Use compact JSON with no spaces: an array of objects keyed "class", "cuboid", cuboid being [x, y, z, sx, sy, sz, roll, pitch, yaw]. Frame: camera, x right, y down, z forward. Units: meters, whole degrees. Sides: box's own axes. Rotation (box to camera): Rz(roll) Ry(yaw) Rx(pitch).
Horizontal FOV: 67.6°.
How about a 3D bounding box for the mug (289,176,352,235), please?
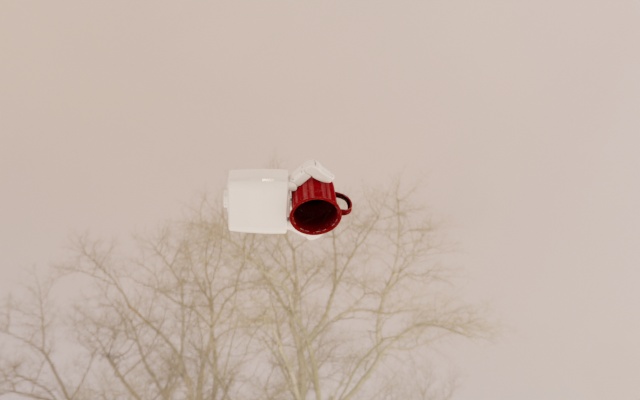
[{"class":"mug","cuboid":[0.002,0.003,0.871,0.117,0.093,0.081,2,41,-8]}]
